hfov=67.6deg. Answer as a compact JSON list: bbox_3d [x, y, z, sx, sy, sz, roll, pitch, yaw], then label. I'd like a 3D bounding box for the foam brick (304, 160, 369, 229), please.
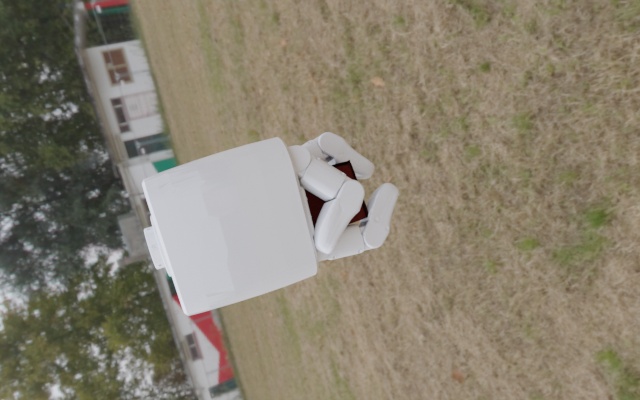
[{"bbox_3d":[0.000,0.001,0.426,0.051,0.053,0.078,-18,-3,-17],"label":"foam brick"}]
